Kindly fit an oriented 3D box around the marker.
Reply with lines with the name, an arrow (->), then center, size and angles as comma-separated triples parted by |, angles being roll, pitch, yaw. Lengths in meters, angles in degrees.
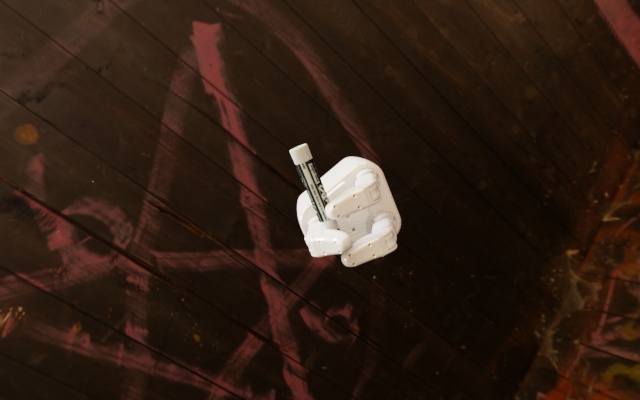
marker -> 0.000, 0.002, 0.486 | 0.020, 0.121, 0.020 | -21, 13, 5
